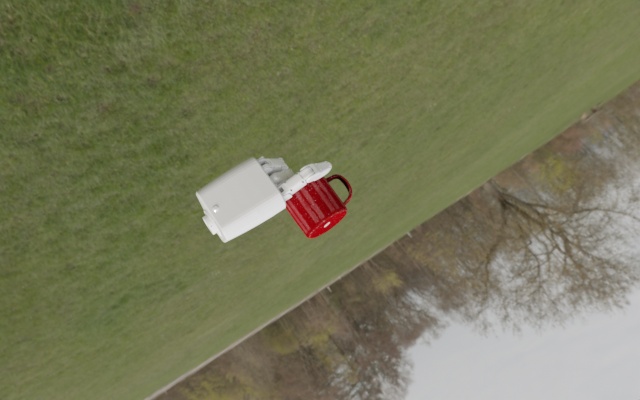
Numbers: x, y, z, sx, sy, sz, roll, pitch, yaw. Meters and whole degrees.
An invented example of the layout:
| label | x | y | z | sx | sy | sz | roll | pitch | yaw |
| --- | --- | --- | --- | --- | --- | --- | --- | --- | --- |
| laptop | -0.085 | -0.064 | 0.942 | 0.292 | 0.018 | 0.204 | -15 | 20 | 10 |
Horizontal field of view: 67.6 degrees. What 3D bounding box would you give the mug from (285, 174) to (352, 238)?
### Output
| label | x | y | z | sx | sy | sz | roll | pitch | yaw |
| --- | --- | --- | --- | --- | --- | --- | --- | --- | --- |
| mug | 0.001 | 0.002 | 0.795 | 0.117 | 0.081 | 0.093 | -33 | -15 | -13 |
